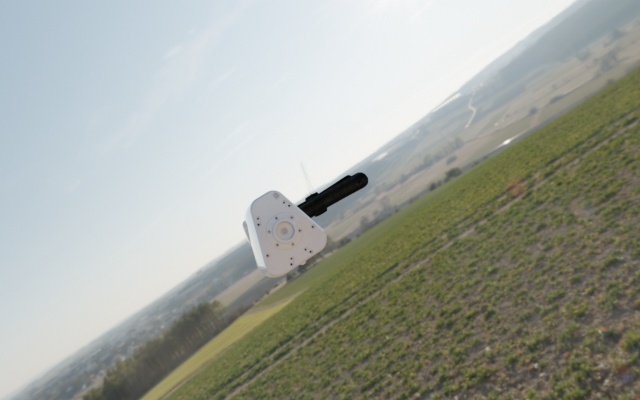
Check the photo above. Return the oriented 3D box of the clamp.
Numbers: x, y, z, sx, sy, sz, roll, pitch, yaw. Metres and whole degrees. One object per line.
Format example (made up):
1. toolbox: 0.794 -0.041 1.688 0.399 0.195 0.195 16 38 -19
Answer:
1. clamp: 0.000 0.002 0.762 0.171 0.039 0.120 -34 -1 -14
